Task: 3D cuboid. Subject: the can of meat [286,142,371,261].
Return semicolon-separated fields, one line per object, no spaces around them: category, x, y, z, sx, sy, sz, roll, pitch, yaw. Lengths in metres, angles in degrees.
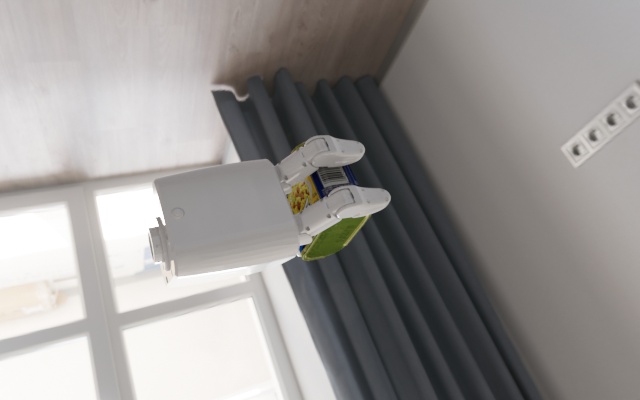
can of meat;0.000;0.002;0.485;0.057;0.084;0.102;-9;-29;-28
